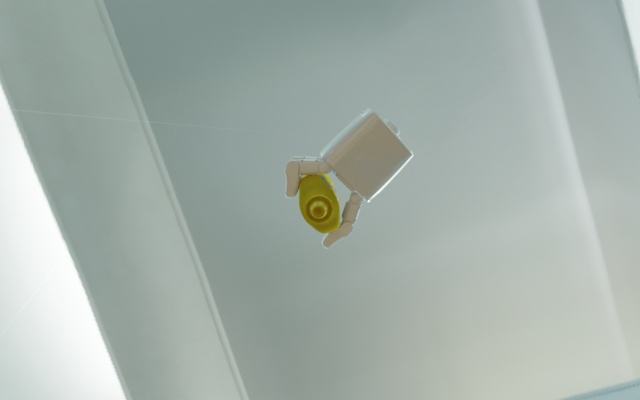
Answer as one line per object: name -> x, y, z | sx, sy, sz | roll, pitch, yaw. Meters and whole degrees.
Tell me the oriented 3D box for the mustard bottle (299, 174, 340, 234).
mustard bottle -> 0.000, 0.003, 0.761 | 0.058, 0.096, 0.191 | -20, 7, 4
